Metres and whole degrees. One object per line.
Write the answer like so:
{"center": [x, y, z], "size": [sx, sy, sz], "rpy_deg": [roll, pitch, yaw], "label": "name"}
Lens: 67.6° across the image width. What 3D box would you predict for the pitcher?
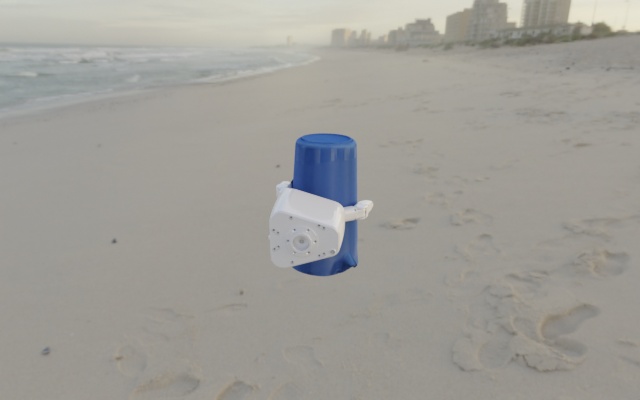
{"center": [0.000, 0.003, 0.879], "size": [0.149, 0.243, 0.145], "rpy_deg": [3, 18, 5], "label": "pitcher"}
